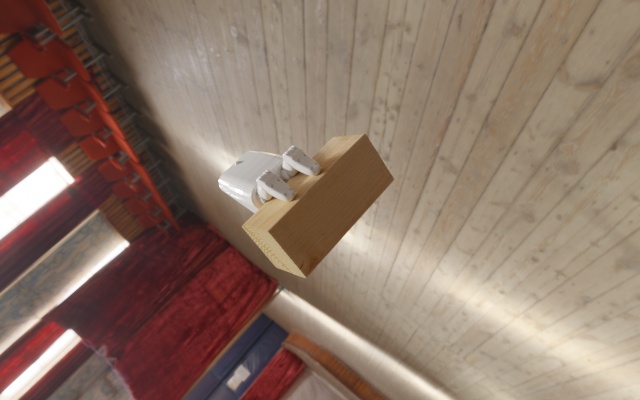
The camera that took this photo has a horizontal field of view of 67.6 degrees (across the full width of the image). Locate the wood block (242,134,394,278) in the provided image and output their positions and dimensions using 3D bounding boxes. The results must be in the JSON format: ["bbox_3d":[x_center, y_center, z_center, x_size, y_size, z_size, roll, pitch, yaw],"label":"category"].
[{"bbox_3d":[0.000,0.003,0.701,0.206,0.091,0.090,-46,26,-22],"label":"wood block"}]
